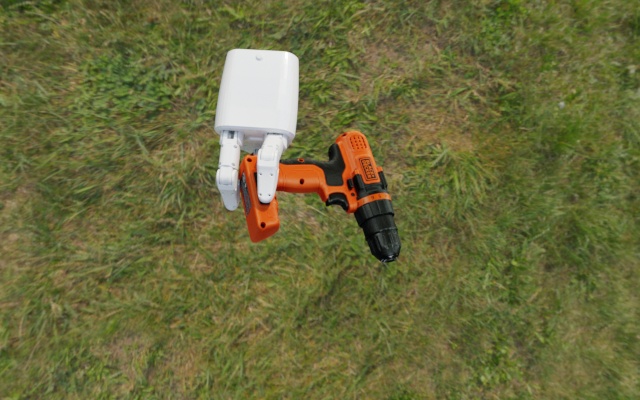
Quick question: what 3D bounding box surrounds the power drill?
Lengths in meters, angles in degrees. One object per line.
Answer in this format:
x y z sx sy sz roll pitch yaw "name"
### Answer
0.000 0.002 0.600 0.187 0.184 0.057 -7 -25 -23 "power drill"
